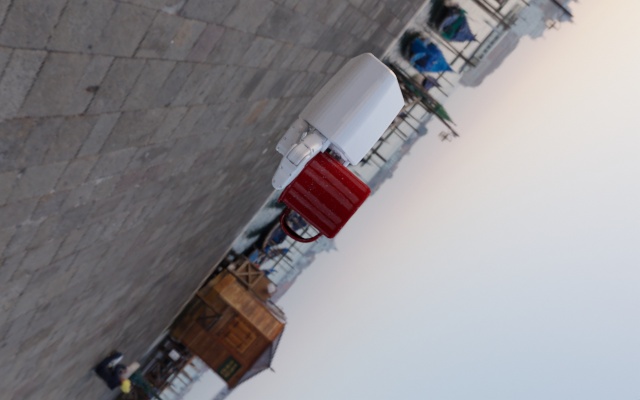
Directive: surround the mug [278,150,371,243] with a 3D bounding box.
[{"bbox_3d":[-0.001,0.003,0.590,0.081,0.117,0.093,40,5,3],"label":"mug"}]
